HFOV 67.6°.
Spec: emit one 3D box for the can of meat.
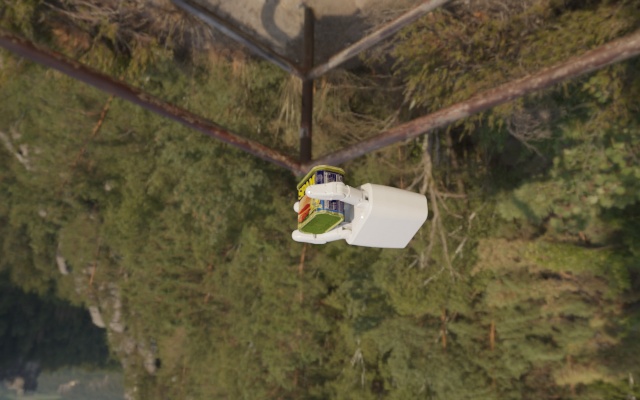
[{"bbox_3d":[0.000,0.003,0.793,0.057,0.084,0.102,10,-26,-22],"label":"can of meat"}]
